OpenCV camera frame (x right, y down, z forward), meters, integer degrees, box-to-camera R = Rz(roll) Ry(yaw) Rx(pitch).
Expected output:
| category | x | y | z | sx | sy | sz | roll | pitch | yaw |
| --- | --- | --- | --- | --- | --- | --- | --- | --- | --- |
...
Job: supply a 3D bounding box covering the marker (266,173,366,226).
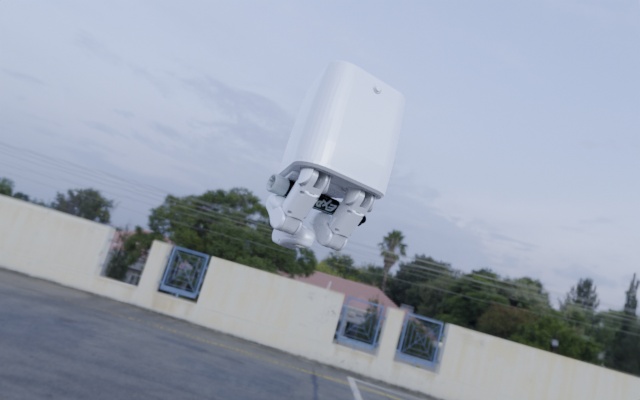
| category | x | y | z | sx | sy | sz | roll | pitch | yaw |
| --- | --- | --- | --- | --- | --- | --- | --- | --- | --- |
| marker | 0.000 | 0.002 | 0.493 | 0.121 | 0.020 | 0.020 | 22 | -12 | -31 |
